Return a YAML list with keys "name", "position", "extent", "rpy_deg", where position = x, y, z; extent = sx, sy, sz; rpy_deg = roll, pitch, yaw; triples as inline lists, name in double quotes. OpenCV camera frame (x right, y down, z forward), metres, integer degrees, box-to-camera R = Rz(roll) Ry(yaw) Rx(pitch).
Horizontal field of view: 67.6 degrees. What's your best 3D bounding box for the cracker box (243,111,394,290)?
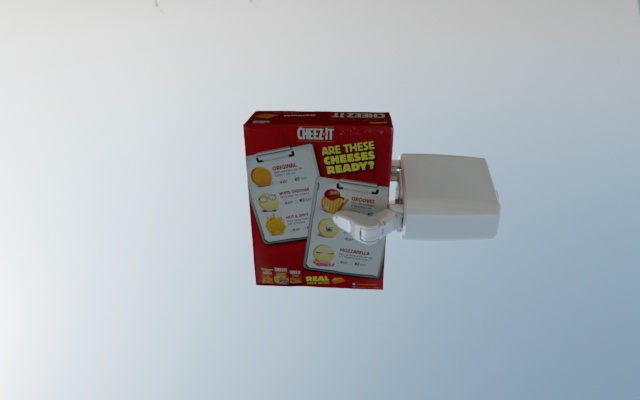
- name: "cracker box"
  position: [0.000, 0.002, 0.580]
  extent: [0.164, 0.214, 0.072]
  rpy_deg: [1, 26, 4]
